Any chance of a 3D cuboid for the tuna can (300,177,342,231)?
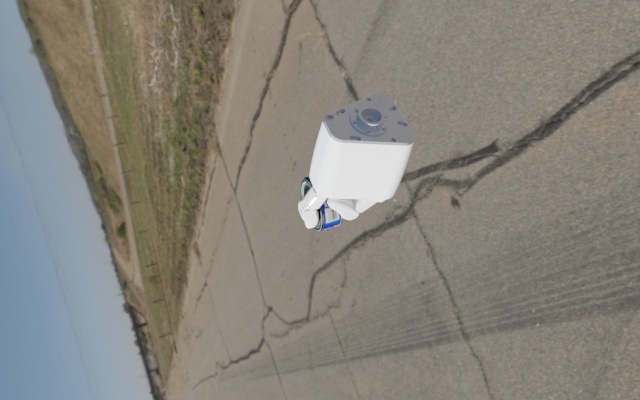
[{"bbox_3d":[0.000,0.003,0.723,0.034,0.086,0.086,-17,5,-18],"label":"tuna can"}]
